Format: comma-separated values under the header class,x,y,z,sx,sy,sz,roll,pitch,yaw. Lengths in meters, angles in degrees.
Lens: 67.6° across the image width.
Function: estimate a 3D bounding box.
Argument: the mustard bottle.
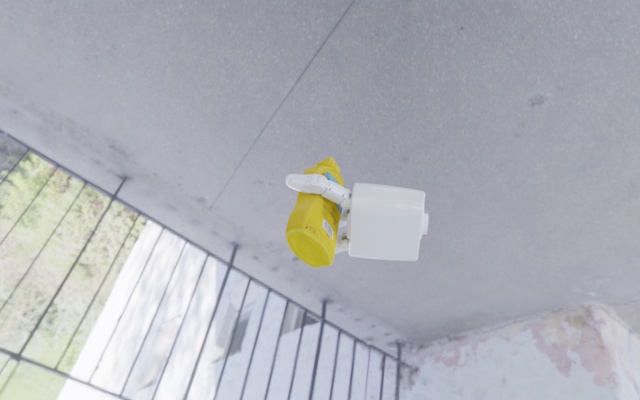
class,x,y,z,sx,sy,sz,roll,pitch,yaw
mustard bottle,0.000,0.003,0.751,0.058,0.191,0.096,-13,-47,28
